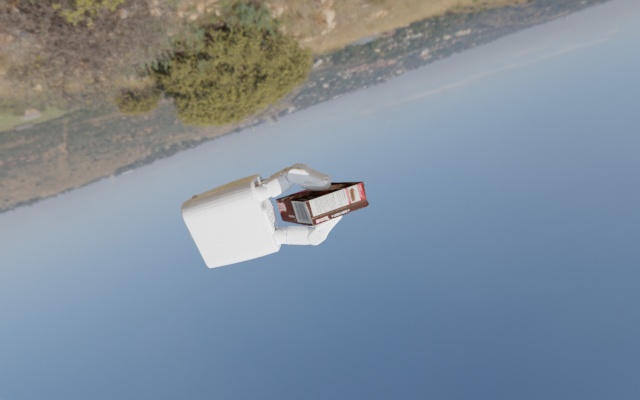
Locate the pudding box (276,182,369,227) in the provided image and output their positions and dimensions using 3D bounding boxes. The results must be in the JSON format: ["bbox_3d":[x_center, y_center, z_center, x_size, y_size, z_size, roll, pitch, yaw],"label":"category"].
[{"bbox_3d":[0.000,0.002,0.663,0.090,0.039,0.113,-20,12,-23],"label":"pudding box"}]
